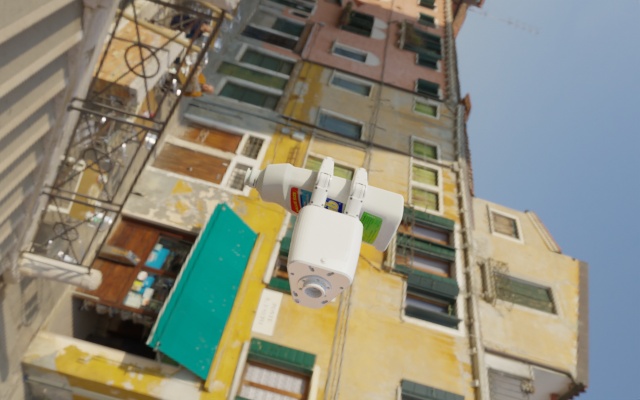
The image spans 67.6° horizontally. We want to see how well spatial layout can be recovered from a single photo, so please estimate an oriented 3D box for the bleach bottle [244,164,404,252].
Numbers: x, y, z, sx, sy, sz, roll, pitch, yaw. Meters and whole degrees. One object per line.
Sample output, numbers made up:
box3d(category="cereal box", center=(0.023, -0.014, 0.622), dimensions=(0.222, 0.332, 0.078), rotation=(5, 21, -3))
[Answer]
box3d(category="bleach bottle", center=(0.000, 0.002, 0.772), dimensions=(0.251, 0.068, 0.103), rotation=(16, -45, -3))
